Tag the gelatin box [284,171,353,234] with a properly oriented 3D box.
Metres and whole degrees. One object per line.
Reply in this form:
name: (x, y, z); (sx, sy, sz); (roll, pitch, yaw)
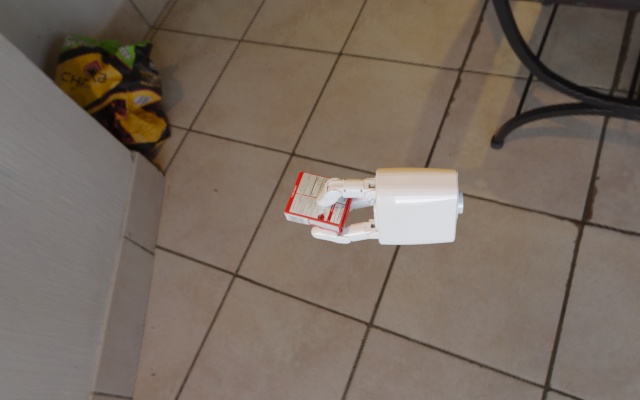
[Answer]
gelatin box: (0.000, 0.002, 0.706); (0.089, 0.073, 0.030); (14, -25, 12)
